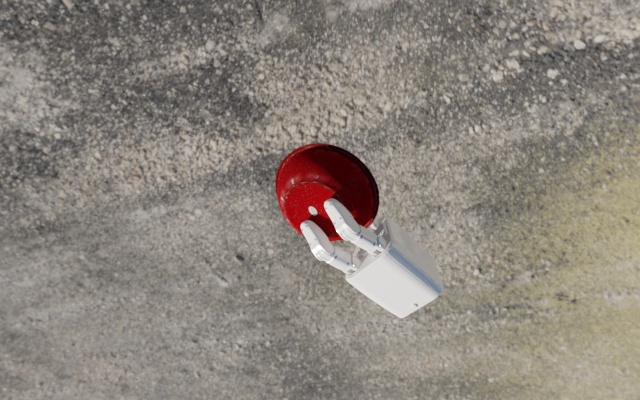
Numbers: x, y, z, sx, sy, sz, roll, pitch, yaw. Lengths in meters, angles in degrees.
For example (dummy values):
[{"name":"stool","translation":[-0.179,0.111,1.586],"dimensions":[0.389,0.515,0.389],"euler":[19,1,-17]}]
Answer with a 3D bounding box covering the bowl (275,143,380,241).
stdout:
[{"name":"bowl","translation":[-0.001,0.002,0.685],"dimensions":[0.162,0.162,0.055],"euler":[0,28,21]}]
